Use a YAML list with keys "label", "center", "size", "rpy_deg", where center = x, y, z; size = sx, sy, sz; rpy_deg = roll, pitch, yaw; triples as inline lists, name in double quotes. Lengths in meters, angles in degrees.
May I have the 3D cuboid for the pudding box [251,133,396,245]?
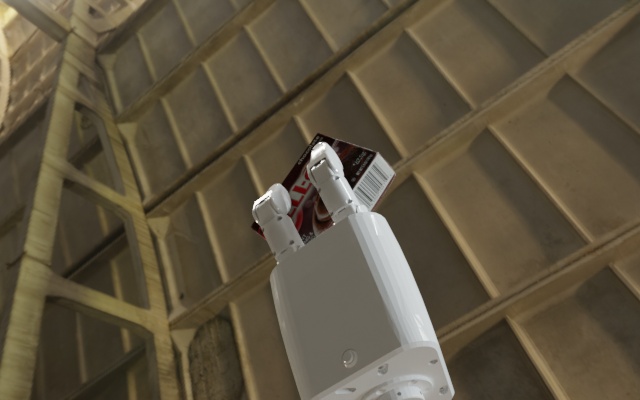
- label: "pudding box"
  center: [0.000, 0.001, 0.420]
  size: [0.039, 0.113, 0.090]
  rpy_deg: [42, -9, -39]
